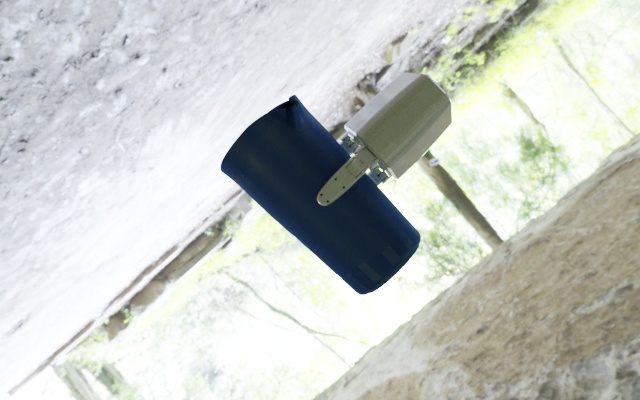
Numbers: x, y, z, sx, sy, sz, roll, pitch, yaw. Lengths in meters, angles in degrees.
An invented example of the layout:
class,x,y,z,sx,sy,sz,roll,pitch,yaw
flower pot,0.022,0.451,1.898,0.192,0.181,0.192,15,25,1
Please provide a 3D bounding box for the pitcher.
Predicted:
class,x,y,z,sx,sy,sz,roll,pitch,yaw
pitcher,0.000,0.002,0.601,0.145,0.243,0.149,-45,-2,7
